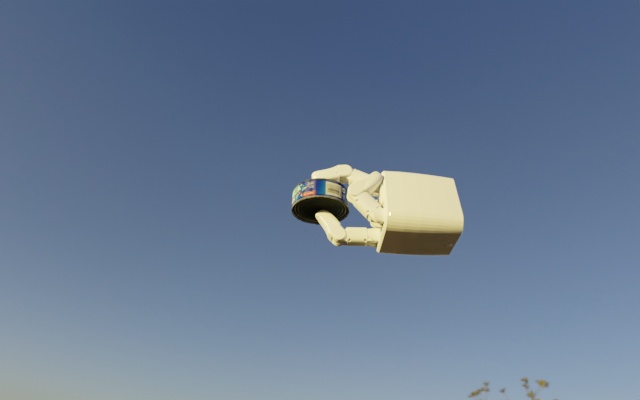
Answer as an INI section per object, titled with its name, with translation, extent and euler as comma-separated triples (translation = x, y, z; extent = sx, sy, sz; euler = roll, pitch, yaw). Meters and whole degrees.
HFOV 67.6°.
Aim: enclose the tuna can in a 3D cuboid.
[tuna can]
translation = 0.000, 0.002, 0.713
extent = 0.086, 0.033, 0.086
euler = 1, -30, 1
